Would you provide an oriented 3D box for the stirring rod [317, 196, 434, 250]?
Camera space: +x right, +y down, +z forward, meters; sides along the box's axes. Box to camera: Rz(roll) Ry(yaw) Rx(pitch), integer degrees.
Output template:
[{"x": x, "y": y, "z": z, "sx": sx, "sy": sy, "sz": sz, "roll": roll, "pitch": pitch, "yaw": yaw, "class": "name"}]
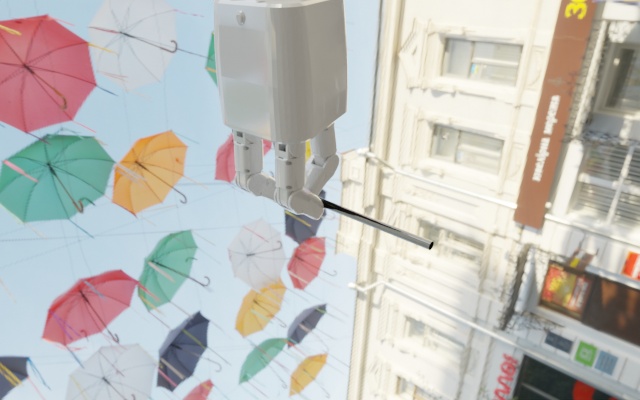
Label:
[{"x": 0.000, "y": 0.001, "z": 0.460, "sx": 0.239, "sy": 0.011, "sz": 0.011, "roll": 21, "pitch": 13, "yaw": 36, "class": "stirring rod"}]
